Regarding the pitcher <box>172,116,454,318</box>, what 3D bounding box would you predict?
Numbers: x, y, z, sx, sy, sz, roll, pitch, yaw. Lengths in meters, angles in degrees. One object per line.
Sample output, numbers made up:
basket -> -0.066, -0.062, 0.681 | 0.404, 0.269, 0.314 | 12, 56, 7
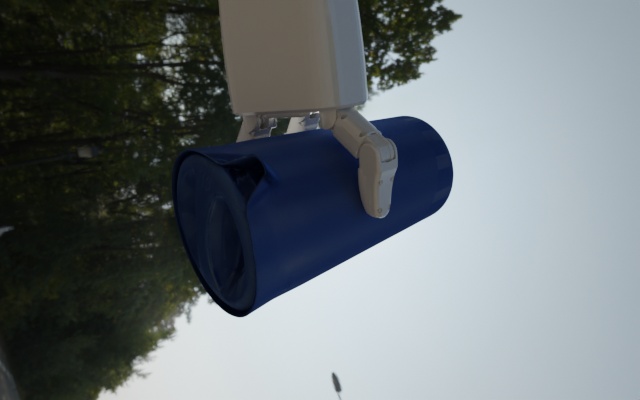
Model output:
pitcher -> 0.000, 0.001, 0.434 | 0.243, 0.145, 0.149 | -18, 20, -35
